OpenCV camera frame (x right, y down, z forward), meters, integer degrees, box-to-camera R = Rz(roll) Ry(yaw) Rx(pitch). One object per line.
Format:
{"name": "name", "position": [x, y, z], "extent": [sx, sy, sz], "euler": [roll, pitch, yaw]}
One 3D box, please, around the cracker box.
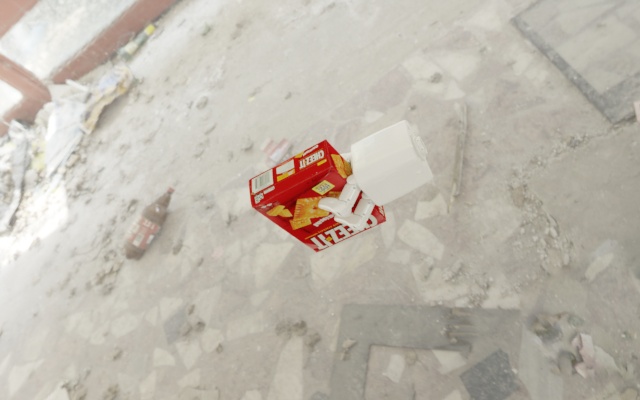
{"name": "cracker box", "position": [0.000, 0.003, 0.867], "extent": [0.164, 0.072, 0.214], "euler": [-26, -39, 20]}
